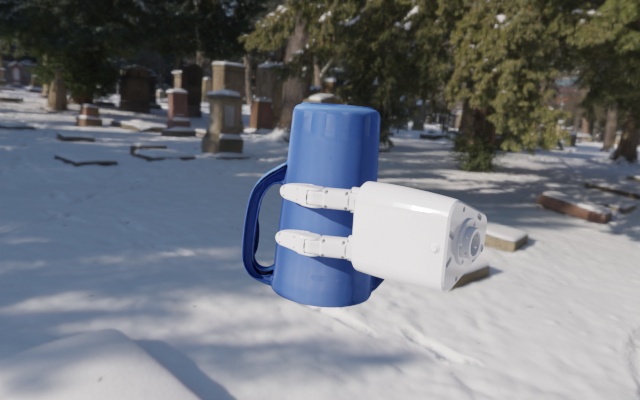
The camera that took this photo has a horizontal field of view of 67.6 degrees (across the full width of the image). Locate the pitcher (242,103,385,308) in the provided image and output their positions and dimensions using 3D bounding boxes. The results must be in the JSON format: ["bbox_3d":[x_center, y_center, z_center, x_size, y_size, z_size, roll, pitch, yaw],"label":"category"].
[{"bbox_3d":[0.000,0.002,0.605,0.145,0.243,0.149,12,12,39],"label":"pitcher"}]
